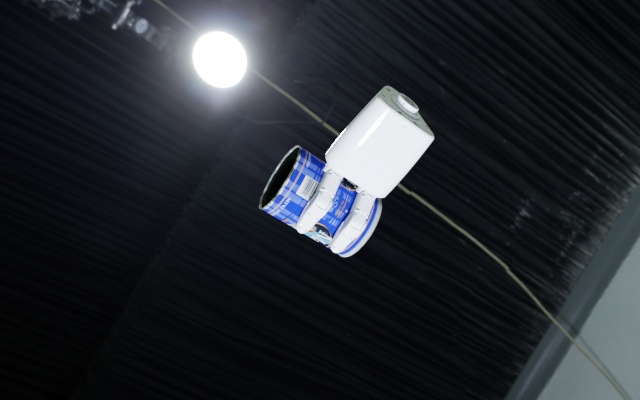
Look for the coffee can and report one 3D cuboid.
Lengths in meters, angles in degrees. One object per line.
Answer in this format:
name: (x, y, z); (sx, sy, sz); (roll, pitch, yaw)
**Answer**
coffee can: (0.000, 0.002, 0.672); (0.140, 0.103, 0.103); (31, -10, -17)
